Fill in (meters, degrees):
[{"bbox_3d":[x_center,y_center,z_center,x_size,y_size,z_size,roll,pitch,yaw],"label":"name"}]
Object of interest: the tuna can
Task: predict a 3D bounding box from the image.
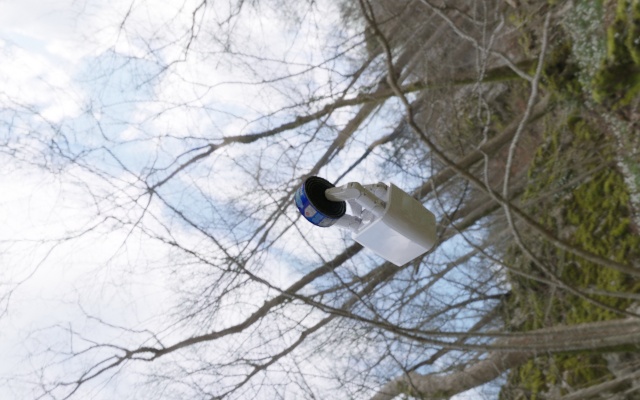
[{"bbox_3d":[0.000,0.003,0.792,0.086,0.086,0.034,0,-36,-45],"label":"tuna can"}]
